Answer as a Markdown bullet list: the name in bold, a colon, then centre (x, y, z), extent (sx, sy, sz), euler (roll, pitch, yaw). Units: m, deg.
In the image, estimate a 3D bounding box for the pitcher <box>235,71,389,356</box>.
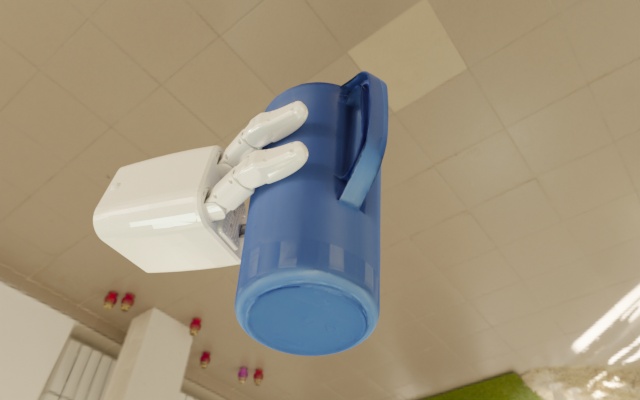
- **pitcher**: centre (0.000, 0.001, 0.428), extent (0.145, 0.149, 0.242), euler (-8, 42, 10)
